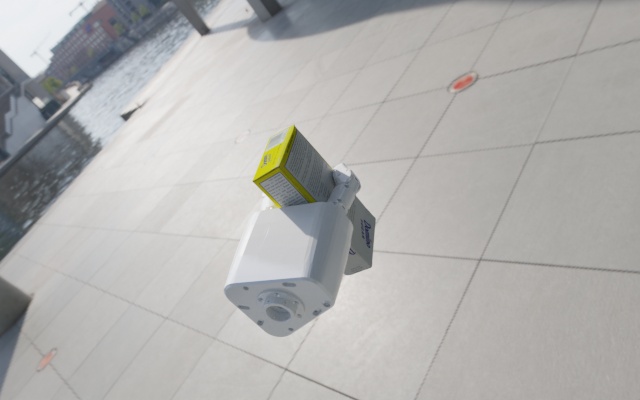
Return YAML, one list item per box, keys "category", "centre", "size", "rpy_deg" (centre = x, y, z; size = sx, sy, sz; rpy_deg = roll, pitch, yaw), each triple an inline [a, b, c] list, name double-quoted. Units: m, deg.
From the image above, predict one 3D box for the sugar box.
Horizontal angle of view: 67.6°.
- category: "sugar box"
  centre: [0.000, 0.002, 0.574]
  size: [0.048, 0.176, 0.093]
  rpy_deg: [-25, 31, 27]
